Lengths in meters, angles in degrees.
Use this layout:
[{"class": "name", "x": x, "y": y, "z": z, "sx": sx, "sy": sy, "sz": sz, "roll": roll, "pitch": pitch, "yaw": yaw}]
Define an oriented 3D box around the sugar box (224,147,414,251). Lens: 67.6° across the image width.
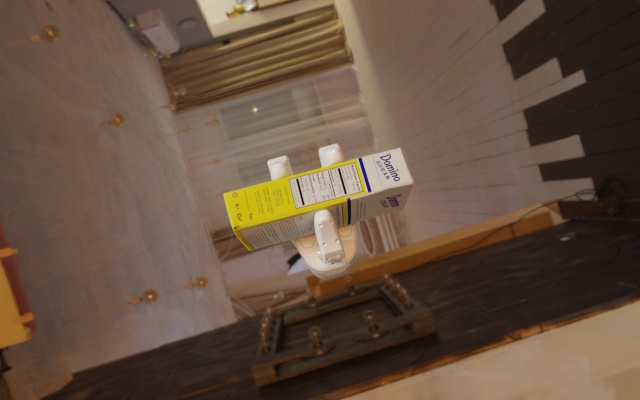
[{"class": "sugar box", "x": 0.000, "y": 0.001, "z": 0.487, "sx": 0.176, "sy": 0.048, "sz": 0.093, "roll": -17, "pitch": -18, "yaw": -3}]
